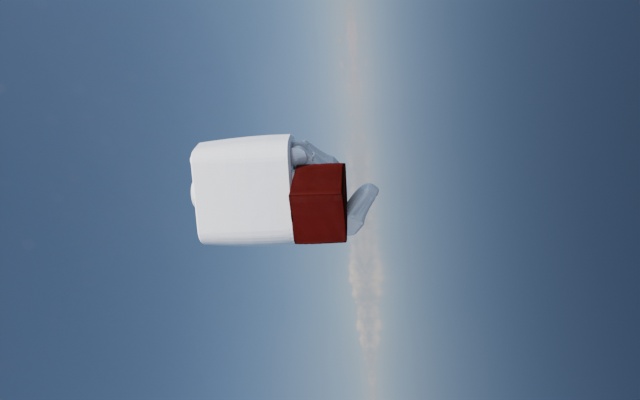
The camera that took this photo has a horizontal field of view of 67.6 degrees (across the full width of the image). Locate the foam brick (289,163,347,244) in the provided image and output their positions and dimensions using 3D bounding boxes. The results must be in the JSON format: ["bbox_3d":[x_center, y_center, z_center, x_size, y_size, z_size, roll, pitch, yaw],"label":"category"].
[{"bbox_3d":[0.000,0.002,0.468,0.051,0.053,0.078,-2,25,4],"label":"foam brick"}]
